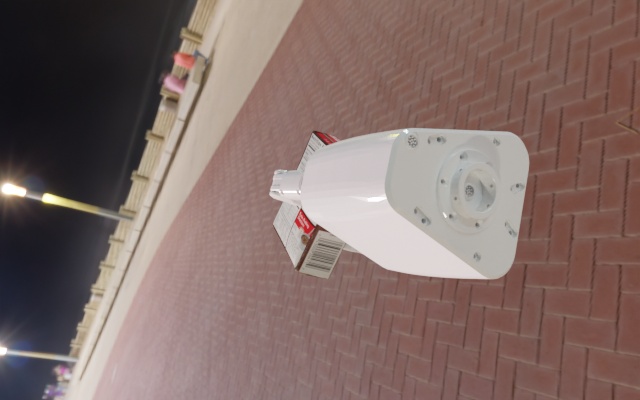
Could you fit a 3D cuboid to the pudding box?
[{"bbox_3d":[0.000,0.001,0.448,0.039,0.113,0.090,17,18,-27],"label":"pudding box"}]
